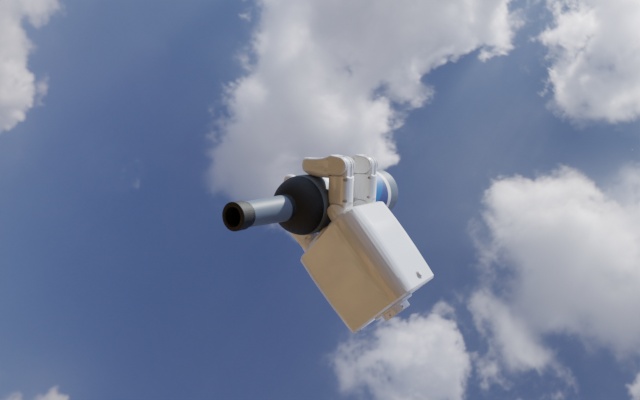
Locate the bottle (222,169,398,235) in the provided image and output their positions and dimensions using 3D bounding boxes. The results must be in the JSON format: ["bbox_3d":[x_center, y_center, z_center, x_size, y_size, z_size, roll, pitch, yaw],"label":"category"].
[{"bbox_3d":[0.000,0.002,0.557,0.069,0.069,0.295,0,5,33],"label":"bottle"}]
